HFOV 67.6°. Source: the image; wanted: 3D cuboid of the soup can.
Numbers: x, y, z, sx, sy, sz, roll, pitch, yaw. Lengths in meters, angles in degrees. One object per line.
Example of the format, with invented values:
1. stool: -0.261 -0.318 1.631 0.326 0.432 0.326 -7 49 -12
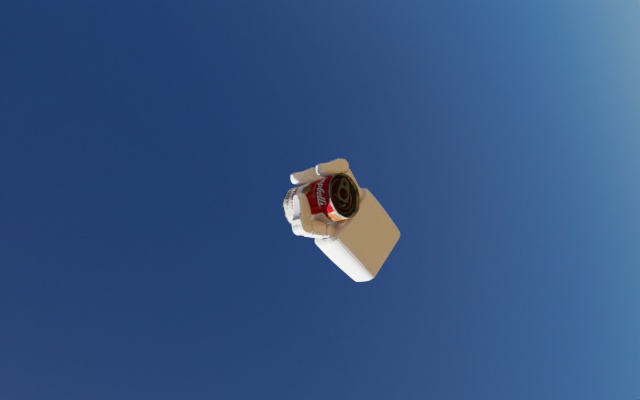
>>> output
1. soup can: 0.000 0.002 0.729 0.102 0.068 0.068 -15 -10 42
